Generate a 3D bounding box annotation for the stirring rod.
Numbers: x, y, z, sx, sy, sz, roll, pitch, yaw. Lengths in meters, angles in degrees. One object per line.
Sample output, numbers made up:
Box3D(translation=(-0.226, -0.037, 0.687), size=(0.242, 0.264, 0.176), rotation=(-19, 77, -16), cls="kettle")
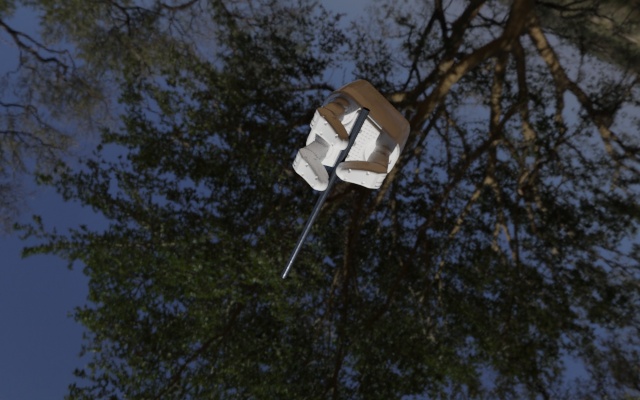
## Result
Box3D(translation=(0.000, 0.002, 0.539), size=(0.011, 0.240, 0.011), rotation=(19, 31, -12), cls="stirring rod")
